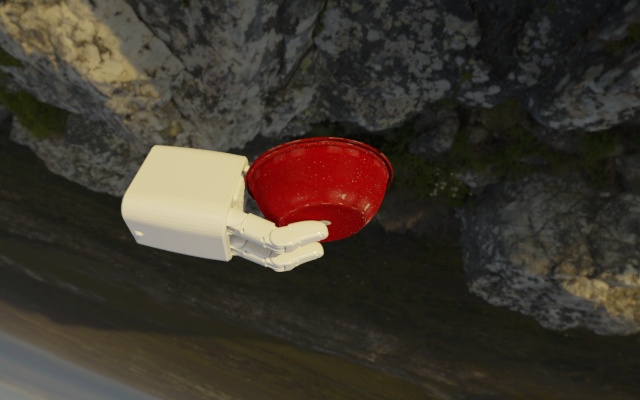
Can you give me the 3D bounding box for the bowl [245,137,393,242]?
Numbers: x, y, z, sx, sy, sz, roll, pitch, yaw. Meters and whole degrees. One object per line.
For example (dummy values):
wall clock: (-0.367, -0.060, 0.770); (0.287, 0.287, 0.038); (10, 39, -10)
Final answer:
bowl: (0.001, 0.002, 0.511); (0.162, 0.055, 0.162); (-3, -29, -2)
